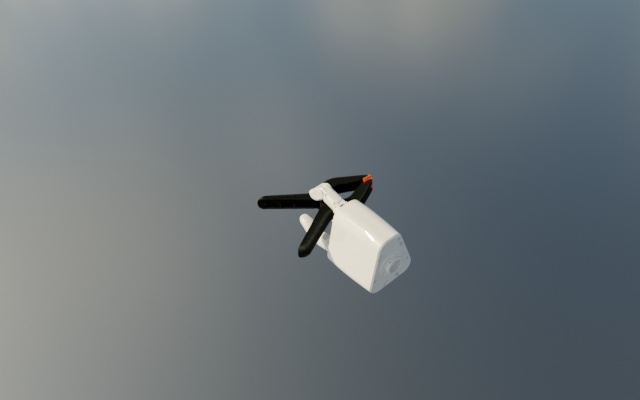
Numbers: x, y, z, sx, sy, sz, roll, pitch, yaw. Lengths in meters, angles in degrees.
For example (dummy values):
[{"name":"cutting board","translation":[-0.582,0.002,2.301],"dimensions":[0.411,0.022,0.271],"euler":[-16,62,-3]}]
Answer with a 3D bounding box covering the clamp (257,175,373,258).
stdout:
[{"name":"clamp","translation":[0.001,0.002,0.861],"dimensions":[0.210,0.036,0.164],"euler":[-31,48,-24]}]
